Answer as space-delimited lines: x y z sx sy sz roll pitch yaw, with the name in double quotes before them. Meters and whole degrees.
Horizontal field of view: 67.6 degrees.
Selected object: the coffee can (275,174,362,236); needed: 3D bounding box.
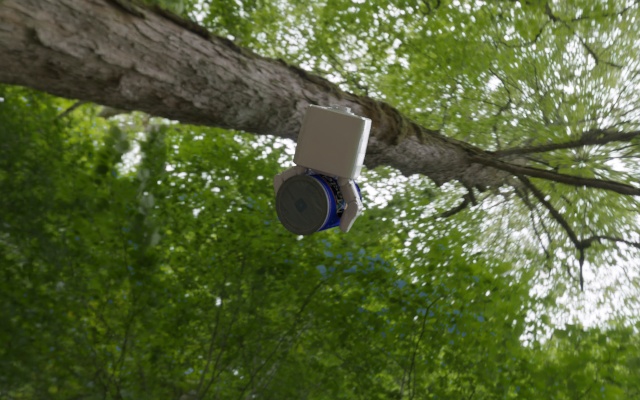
"coffee can" 0.000 0.003 0.856 0.103 0.103 0.140 0 4 29
